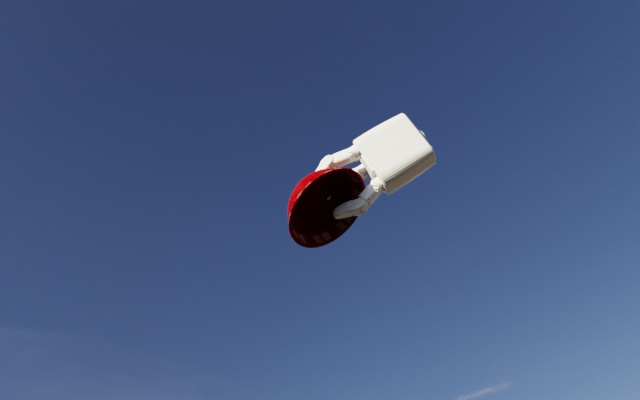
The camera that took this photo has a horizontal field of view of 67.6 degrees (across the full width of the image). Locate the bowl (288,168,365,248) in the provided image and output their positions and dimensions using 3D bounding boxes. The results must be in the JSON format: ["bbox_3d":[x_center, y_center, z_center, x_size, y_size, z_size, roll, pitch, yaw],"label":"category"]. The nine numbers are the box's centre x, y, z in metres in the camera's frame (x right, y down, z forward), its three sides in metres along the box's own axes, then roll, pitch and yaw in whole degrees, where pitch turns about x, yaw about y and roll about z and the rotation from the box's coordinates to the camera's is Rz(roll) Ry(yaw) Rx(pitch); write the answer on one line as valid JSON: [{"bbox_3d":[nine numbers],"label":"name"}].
[{"bbox_3d":[-0.001,0.003,0.840,0.162,0.162,0.055,0,30,-41],"label":"bowl"}]
